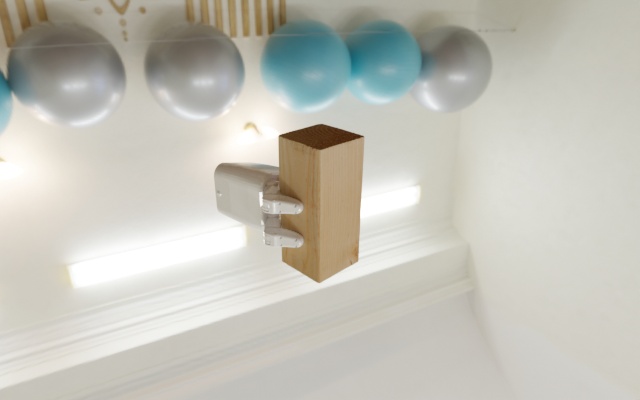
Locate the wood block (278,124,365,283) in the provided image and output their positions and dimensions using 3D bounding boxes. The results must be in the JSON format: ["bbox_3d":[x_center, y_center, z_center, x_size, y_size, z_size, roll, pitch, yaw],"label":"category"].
[{"bbox_3d":[0.000,0.002,0.708,0.091,0.206,0.090,-23,34,-40],"label":"wood block"}]
